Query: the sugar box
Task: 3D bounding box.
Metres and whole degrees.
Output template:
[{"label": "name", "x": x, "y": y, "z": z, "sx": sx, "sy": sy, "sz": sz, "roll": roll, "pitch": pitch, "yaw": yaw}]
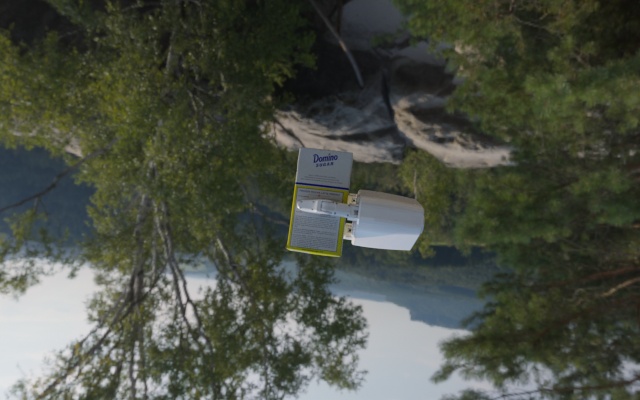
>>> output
[{"label": "sugar box", "x": 0.000, "y": 0.003, "z": 0.812, "sx": 0.093, "sy": 0.176, "sz": 0.048, "roll": 8, "pitch": -9, "yaw": 5}]
